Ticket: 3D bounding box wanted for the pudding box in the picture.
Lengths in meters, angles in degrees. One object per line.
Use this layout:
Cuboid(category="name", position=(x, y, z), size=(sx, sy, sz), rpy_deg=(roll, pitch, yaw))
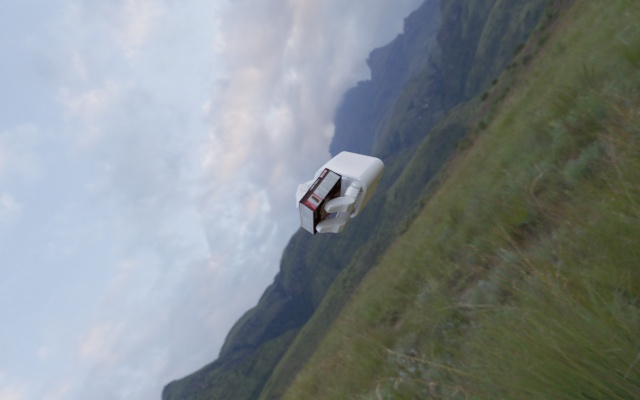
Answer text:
Cuboid(category="pudding box", position=(0.000, 0.003, 0.892), size=(0.039, 0.090, 0.113), rpy_deg=(30, -22, 16))
